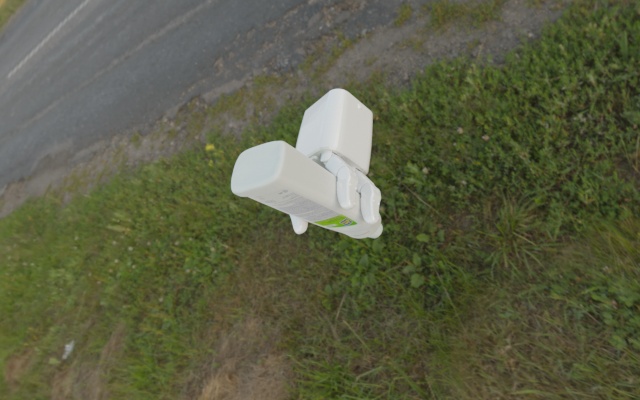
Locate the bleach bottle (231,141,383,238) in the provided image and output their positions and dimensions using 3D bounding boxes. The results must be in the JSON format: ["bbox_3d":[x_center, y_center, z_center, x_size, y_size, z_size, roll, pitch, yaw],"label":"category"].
[{"bbox_3d":[0.000,0.002,0.687,0.102,0.068,0.251,-11,-29,40],"label":"bleach bottle"}]
